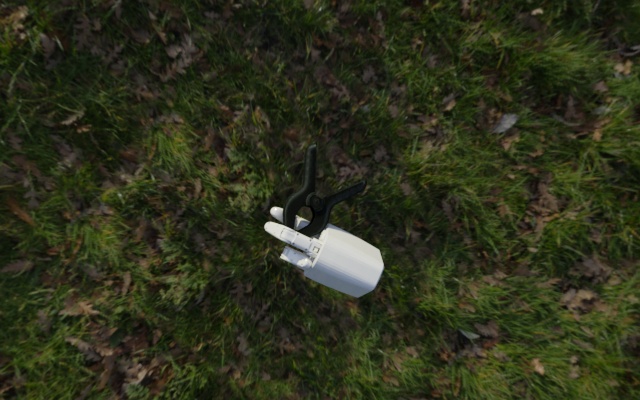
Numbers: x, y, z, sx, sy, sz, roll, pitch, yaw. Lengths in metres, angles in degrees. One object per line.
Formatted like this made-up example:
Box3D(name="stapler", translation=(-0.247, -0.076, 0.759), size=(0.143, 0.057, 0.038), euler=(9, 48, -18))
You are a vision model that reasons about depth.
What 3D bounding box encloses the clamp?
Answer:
Box3D(name="clamp", translation=(0.000, 0.003, 0.799), size=(0.120, 0.171, 0.039), euler=(25, -6, -4))
